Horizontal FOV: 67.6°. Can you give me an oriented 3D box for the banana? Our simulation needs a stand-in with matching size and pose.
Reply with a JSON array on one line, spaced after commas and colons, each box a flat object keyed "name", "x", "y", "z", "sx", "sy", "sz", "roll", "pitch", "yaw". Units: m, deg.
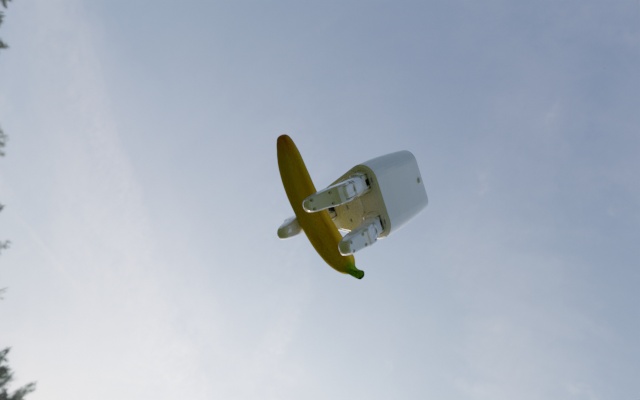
[{"name": "banana", "x": -0.005, "y": 0.013, "z": 0.586, "sx": 0.037, "sy": 0.197, "sz": 0.070, "roll": -24, "pitch": -13, "yaw": -32}]
